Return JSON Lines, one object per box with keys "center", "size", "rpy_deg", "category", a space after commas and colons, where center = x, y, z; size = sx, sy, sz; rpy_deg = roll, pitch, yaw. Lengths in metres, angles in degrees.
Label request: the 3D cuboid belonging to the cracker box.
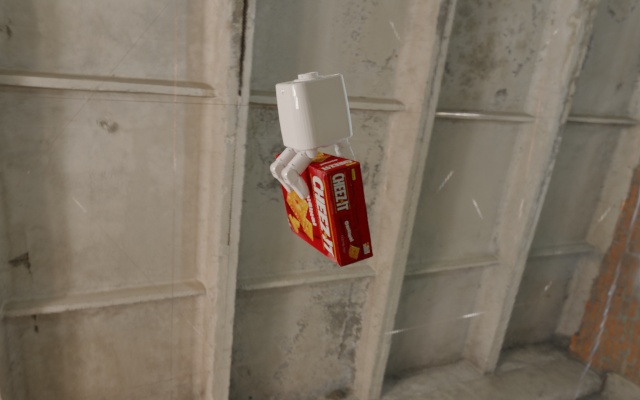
{"center": [0.000, 0.003, 0.841], "size": [0.072, 0.164, 0.213], "rpy_deg": [-18, 20, -21], "category": "cracker box"}
